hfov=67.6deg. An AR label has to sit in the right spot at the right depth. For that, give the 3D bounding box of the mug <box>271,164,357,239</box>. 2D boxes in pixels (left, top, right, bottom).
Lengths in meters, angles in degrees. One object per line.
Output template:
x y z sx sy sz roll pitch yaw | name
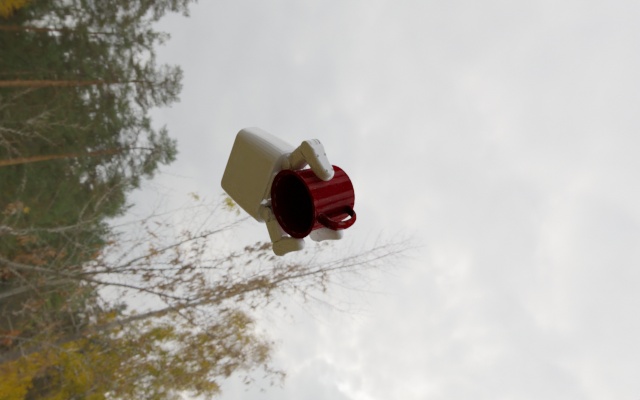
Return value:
0.001 0.003 0.638 0.081 0.093 0.117 -16 38 -39 | mug
